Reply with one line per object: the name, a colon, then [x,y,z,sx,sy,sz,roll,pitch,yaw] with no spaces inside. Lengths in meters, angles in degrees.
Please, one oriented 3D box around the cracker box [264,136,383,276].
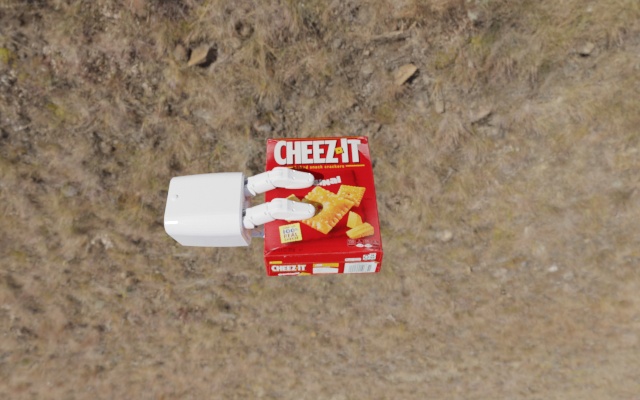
cracker box: [0.000,0.003,0.716,0.164,0.213,0.072,-2,-34,-2]
